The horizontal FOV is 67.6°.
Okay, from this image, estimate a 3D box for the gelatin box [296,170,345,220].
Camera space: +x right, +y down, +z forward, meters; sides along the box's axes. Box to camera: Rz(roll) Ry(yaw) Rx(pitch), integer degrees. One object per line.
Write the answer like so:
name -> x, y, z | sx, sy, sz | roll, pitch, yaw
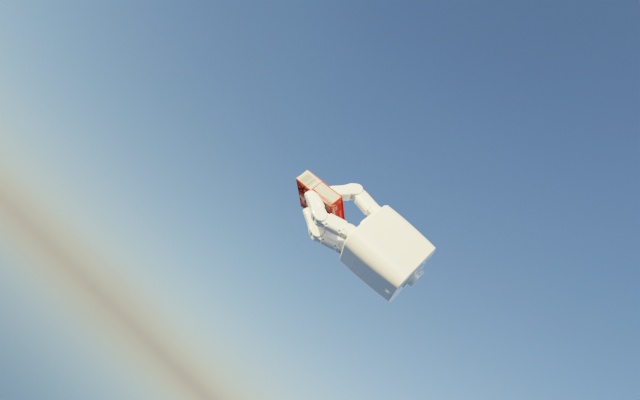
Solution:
gelatin box -> 0.000, 0.002, 0.792 | 0.030, 0.073, 0.089 | -37, 57, -22
